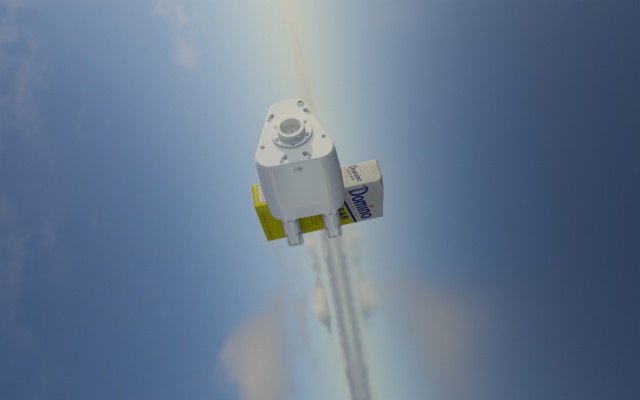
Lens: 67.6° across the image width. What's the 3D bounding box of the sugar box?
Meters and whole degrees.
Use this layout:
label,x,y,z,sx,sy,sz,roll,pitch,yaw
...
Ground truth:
label,x,y,z,sx,sy,sz,roll,pitch,yaw
sugar box,0.000,0.003,0.677,0.176,0.048,0.093,-11,-35,1
